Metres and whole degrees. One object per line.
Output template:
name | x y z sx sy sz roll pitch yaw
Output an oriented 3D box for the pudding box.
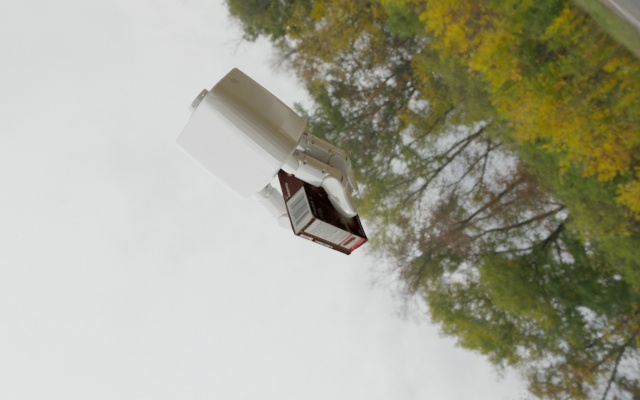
pudding box | 0.000 0.002 0.564 0.090 0.113 0.039 24 -54 -38
